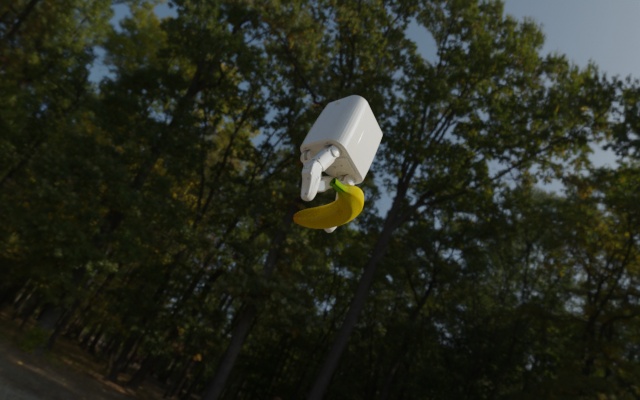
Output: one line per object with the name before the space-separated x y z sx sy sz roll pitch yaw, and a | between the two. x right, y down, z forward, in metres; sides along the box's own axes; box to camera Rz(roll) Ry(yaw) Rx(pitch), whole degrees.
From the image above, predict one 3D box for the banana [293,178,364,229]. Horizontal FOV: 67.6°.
banana | 0.017 0.011 0.710 0.069 0.037 0.198 31 -25 -7
